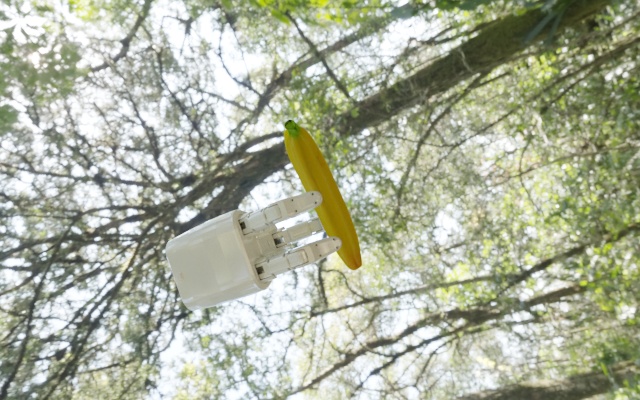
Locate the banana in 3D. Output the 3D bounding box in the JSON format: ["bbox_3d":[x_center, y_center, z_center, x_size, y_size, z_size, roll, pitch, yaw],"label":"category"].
[{"bbox_3d":[0.000,-0.009,0.560,0.037,0.198,0.069,-21,22,15],"label":"banana"}]
